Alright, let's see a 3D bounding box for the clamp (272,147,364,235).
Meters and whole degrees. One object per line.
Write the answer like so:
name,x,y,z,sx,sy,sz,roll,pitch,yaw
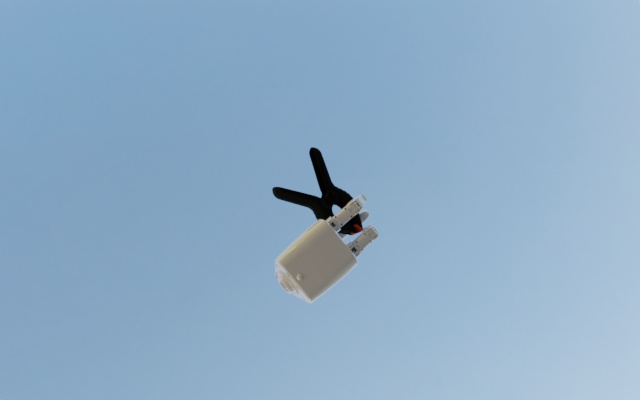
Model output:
clamp,0.000,0.003,0.832,0.120,0.171,0.039,-39,1,-21
